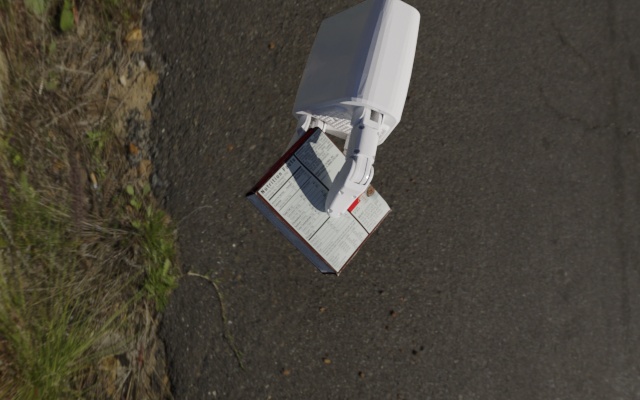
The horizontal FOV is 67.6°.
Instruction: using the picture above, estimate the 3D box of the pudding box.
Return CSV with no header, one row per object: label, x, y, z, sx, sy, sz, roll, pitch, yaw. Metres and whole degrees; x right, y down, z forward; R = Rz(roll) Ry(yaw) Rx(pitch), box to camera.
pudding box,0.000,0.001,0.450,0.090,0.113,0.039,-48,12,-18
